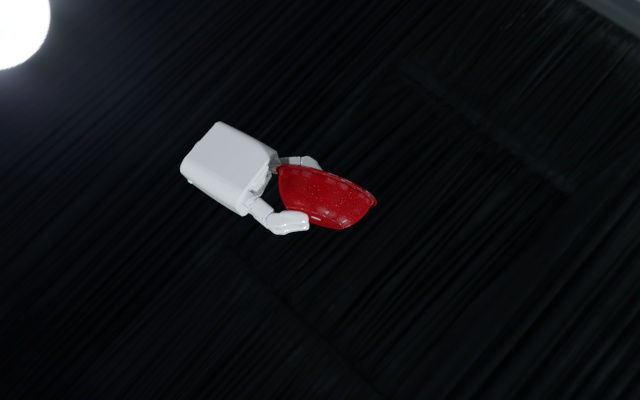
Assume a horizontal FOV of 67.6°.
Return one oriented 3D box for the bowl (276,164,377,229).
[{"bbox_3d":[0.001,0.003,0.720,0.162,0.055,0.162,18,-12,4],"label":"bowl"}]
